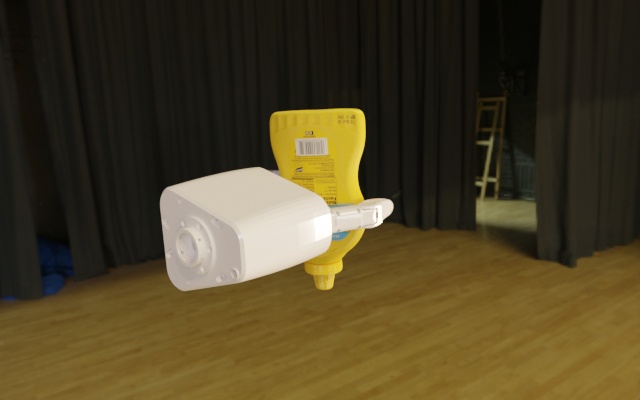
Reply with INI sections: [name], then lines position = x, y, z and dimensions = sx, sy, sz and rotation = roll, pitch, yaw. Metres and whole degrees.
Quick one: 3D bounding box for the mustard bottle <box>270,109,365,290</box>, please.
[mustard bottle]
position = 0.000, 0.001, 0.504
dimensions = 0.096, 0.192, 0.058
rotation = 0, 11, 14
